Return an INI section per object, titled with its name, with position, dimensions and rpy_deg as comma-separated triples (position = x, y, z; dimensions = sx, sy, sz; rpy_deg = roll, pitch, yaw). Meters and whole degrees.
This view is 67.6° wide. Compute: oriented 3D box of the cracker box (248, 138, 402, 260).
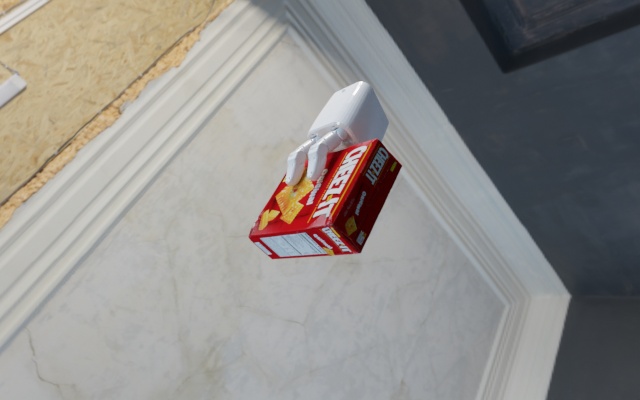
[cracker box]
position = 0.000, 0.003, 0.736
dimensions = 0.072, 0.164, 0.214
rpy_deg = 44, -32, -25
